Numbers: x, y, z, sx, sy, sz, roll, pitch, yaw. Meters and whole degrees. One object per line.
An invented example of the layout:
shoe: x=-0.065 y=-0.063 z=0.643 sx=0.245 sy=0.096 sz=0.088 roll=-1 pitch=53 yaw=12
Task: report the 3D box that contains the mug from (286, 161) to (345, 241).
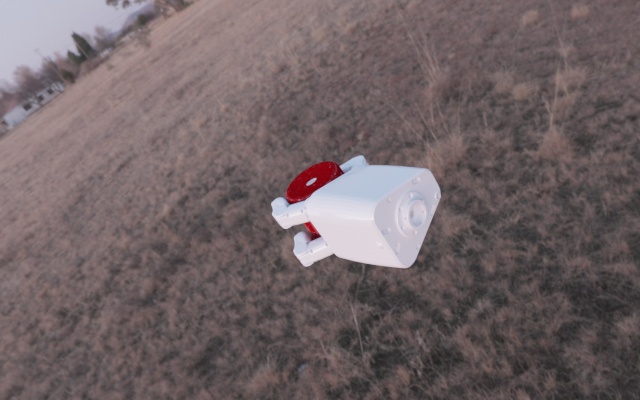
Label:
mug: x=-0.001 y=0.002 z=0.641 sx=0.117 sy=0.081 sz=0.093 roll=4 pitch=47 yaw=50
